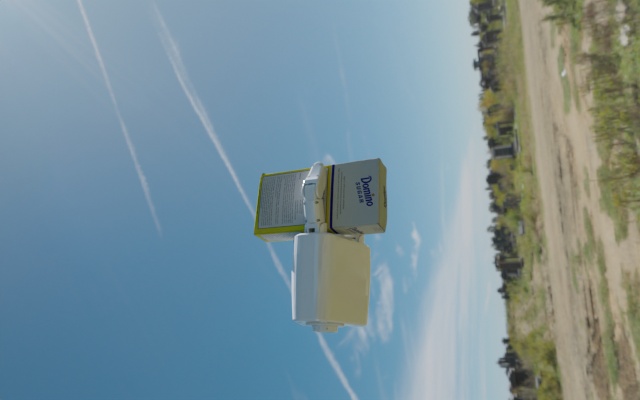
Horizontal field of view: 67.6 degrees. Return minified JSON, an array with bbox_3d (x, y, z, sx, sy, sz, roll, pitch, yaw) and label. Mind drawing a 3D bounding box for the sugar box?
[{"bbox_3d":[0.000,0.002,0.641,0.176,0.093,0.048,-4,-22,20],"label":"sugar box"}]
